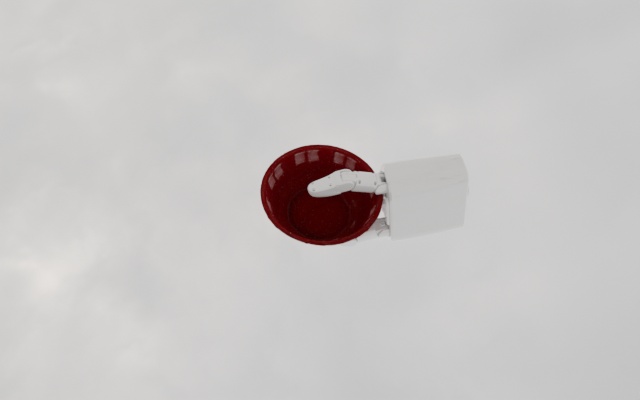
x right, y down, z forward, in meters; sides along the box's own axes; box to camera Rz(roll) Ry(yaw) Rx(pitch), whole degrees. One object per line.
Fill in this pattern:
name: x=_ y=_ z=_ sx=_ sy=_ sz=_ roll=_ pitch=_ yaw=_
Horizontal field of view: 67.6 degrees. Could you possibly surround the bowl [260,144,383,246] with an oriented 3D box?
bowl: x=-0.001 y=0.002 z=0.648 sx=0.162 sy=0.162 sz=0.055 roll=0 pitch=-34 yaw=-5
